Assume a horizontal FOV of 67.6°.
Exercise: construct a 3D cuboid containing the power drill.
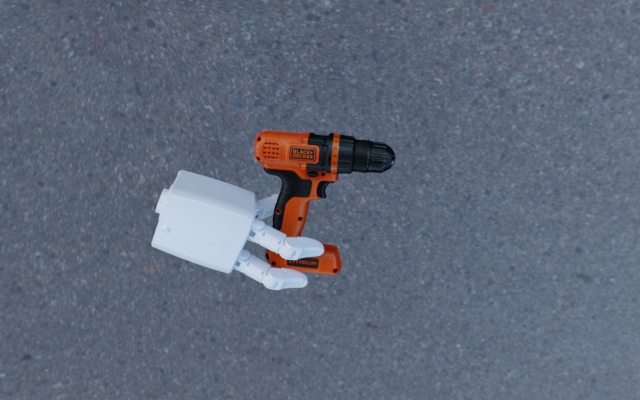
[{"bbox_3d":[0.000,0.003,0.643,0.184,0.188,0.057,6,13,4],"label":"power drill"}]
